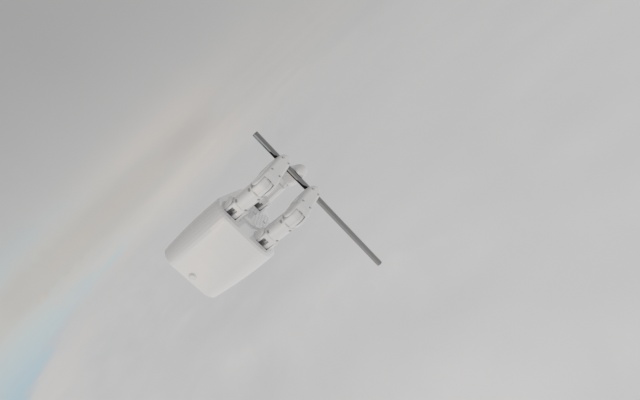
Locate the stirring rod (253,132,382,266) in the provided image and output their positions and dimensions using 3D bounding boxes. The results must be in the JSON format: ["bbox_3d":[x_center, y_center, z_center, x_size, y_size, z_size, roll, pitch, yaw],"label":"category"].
[{"bbox_3d":[0.000,0.002,0.614,0.239,0.011,0.011,46,-16,-16],"label":"stirring rod"}]
